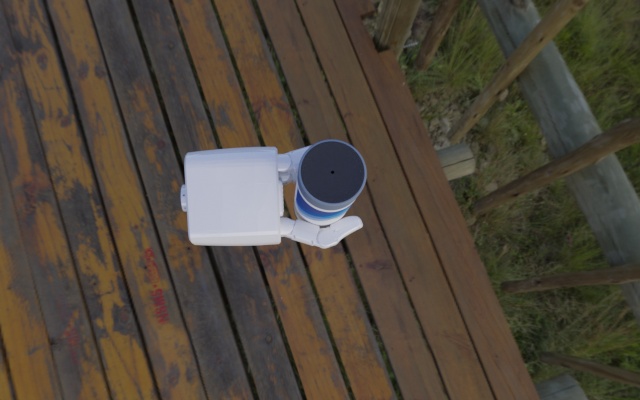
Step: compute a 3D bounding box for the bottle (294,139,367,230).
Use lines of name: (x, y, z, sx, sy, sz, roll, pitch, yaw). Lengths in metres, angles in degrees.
bottle: (0.000, 0.002, 0.601, 0.069, 0.069, 0.296, 0, -11, -5)
